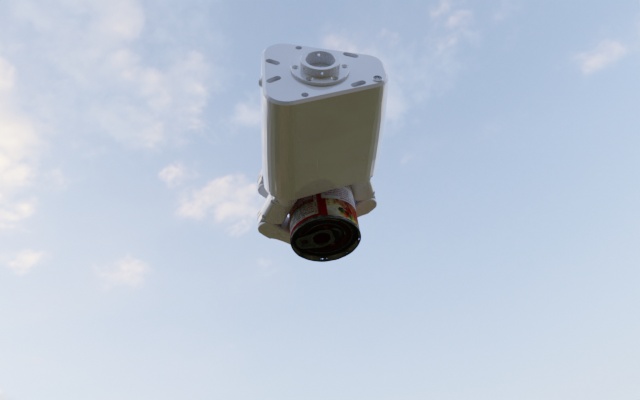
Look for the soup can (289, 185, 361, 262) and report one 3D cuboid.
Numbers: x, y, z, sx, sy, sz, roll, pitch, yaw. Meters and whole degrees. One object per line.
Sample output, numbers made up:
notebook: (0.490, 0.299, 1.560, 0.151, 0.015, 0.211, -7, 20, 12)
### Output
soup can: (0.000, 0.002, 0.487, 0.068, 0.102, 0.069, -4, -43, -4)
